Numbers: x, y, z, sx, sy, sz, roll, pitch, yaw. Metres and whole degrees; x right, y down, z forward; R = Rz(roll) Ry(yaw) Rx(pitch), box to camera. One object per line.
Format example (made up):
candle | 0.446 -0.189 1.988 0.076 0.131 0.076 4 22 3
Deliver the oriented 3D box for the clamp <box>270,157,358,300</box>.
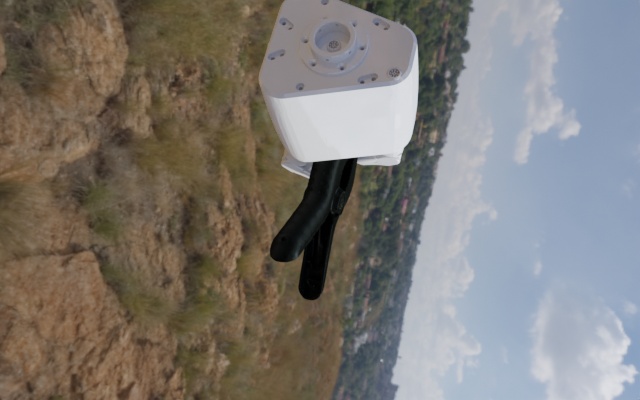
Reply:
clamp | 0.001 0.001 0.442 0.039 0.171 0.120 11 -16 12
